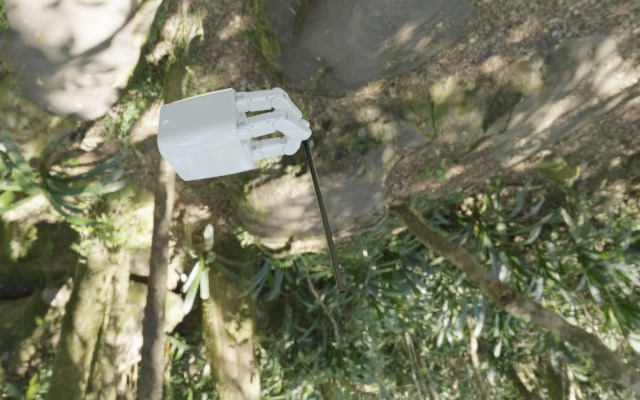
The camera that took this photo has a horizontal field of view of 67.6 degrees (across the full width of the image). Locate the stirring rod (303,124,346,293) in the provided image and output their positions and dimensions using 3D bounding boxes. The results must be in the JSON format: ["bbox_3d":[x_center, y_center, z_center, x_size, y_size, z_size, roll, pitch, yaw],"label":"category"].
[{"bbox_3d":[0.000,0.002,0.614,0.011,0.239,0.011,-11,-25,-5],"label":"stirring rod"}]
